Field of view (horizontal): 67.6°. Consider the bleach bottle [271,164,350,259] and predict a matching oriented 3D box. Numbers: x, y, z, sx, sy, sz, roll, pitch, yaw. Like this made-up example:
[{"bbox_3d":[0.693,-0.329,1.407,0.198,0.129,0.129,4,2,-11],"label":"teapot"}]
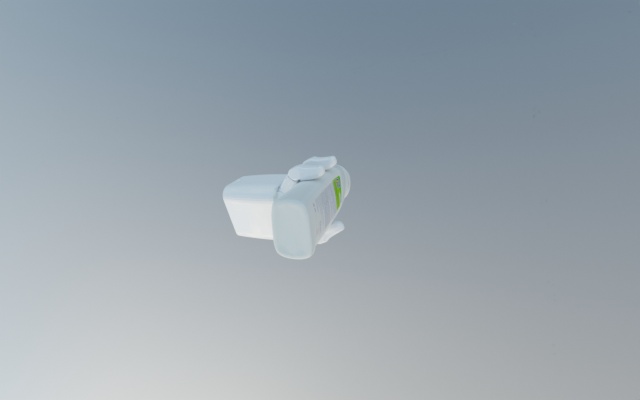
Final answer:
[{"bbox_3d":[0.000,0.003,0.825,0.068,0.103,0.250,3,20,21],"label":"bleach bottle"}]
